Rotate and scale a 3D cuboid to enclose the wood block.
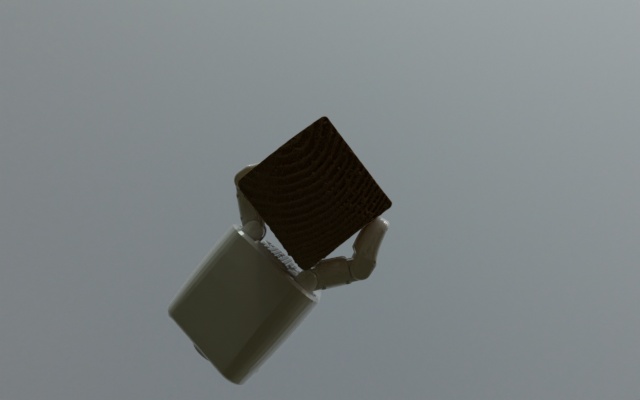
[{"bbox_3d":[0.000,0.002,0.468,0.090,0.091,0.206,-37,-5,-1],"label":"wood block"}]
